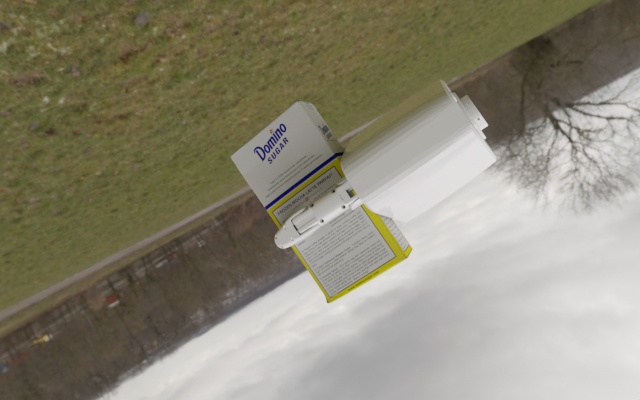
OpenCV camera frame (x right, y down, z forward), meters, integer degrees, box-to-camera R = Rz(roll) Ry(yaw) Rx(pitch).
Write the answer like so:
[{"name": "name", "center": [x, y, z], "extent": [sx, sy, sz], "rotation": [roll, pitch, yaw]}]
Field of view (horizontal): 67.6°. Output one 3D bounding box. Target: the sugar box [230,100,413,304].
[{"name": "sugar box", "center": [0.000, 0.001, 0.463], "extent": [0.093, 0.176, 0.048], "rotation": [-35, -6, 20]}]
